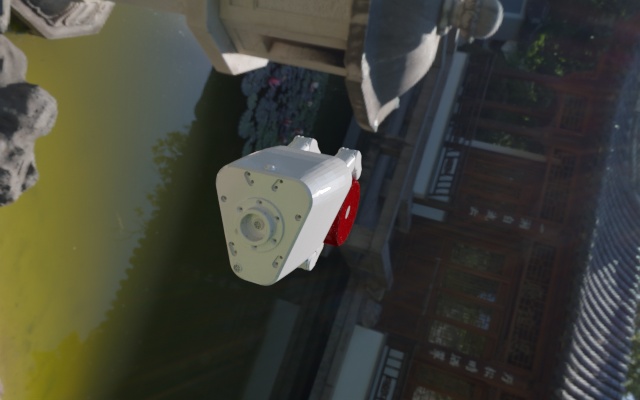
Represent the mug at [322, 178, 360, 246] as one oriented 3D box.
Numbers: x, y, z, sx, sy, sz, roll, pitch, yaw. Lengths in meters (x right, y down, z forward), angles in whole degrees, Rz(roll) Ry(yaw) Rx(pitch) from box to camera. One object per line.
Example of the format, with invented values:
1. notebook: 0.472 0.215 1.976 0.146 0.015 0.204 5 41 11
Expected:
1. mug: 0.001 0.002 0.572 0.081 0.093 0.117 16 20 17
